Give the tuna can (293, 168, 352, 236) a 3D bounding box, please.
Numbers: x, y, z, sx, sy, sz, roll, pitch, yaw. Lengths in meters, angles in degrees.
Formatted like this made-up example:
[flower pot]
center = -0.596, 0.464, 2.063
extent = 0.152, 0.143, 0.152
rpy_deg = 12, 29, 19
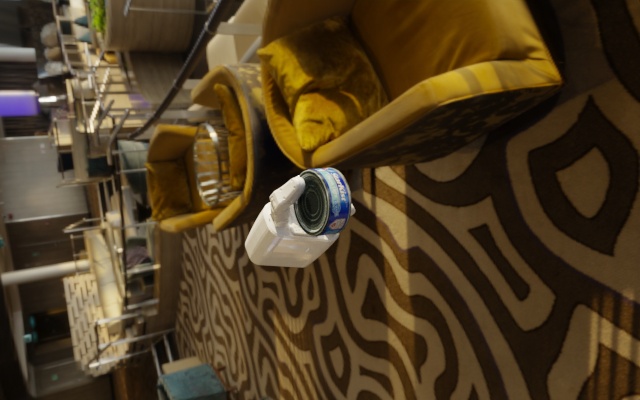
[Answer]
[tuna can]
center = 0.000, 0.002, 0.602
extent = 0.034, 0.086, 0.086
rpy_deg = -5, 3, -34
